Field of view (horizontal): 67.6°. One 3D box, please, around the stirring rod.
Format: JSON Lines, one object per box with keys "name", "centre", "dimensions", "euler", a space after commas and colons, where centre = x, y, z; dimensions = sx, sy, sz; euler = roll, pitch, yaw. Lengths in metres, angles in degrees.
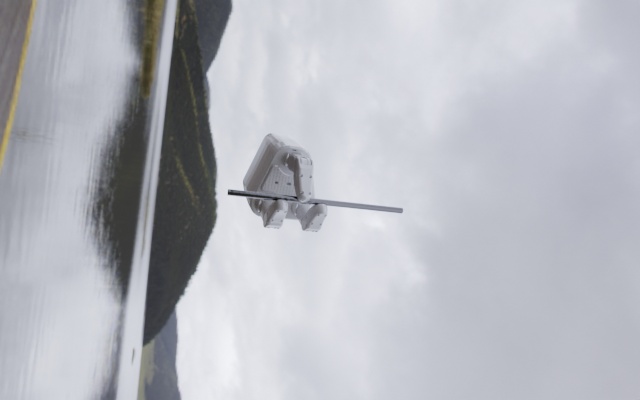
{"name": "stirring rod", "centre": [0.000, 0.002, 0.622], "dimensions": [0.239, 0.011, 0.011], "euler": [6, -2, -20]}
